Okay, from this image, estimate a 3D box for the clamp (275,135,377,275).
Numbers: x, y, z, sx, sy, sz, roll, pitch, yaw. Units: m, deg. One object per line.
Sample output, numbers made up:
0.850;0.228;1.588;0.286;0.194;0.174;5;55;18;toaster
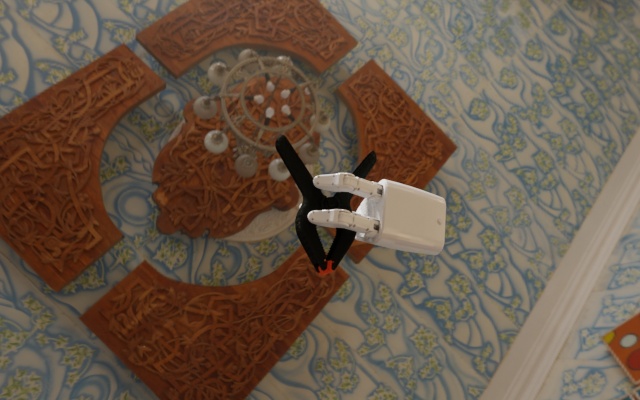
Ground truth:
0.000;0.003;0.709;0.164;0.210;0.036;14;-20;-16;clamp
